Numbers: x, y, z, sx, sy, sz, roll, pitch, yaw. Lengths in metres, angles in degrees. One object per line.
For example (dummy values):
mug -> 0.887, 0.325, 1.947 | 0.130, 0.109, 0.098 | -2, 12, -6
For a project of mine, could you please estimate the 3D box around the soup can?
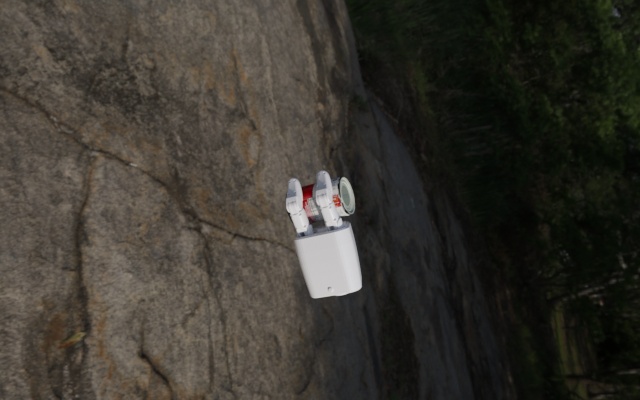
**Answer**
soup can -> 0.000, 0.002, 0.820 | 0.102, 0.068, 0.068 | -14, -5, 22
